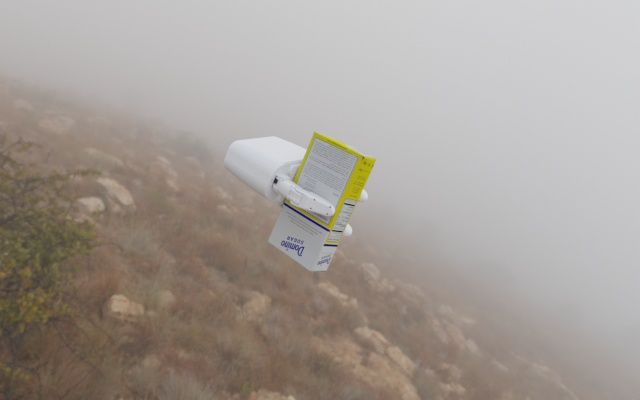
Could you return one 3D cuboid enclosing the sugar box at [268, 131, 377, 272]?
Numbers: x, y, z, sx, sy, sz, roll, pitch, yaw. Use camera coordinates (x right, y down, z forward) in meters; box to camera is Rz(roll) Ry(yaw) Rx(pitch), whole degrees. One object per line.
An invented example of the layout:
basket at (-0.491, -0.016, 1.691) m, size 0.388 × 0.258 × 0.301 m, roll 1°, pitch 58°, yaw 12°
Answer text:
sugar box at (0.000, 0.002, 0.675) m, size 0.093 × 0.176 × 0.048 m, roll 31°, pitch 14°, yaw 34°
